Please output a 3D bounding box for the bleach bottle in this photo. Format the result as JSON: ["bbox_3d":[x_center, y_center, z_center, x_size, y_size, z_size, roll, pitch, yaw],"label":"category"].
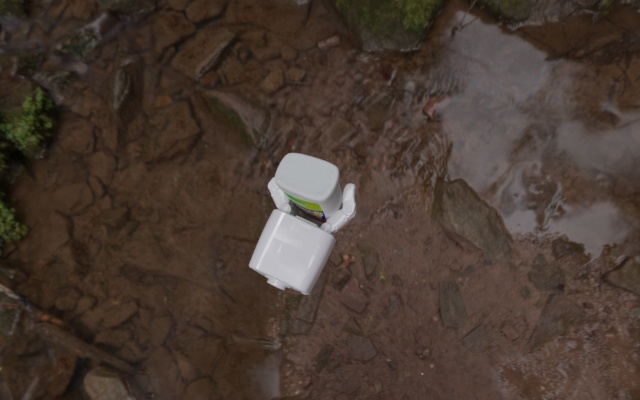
[{"bbox_3d":[0.000,0.003,0.842,0.102,0.068,0.251,20,-14,18],"label":"bleach bottle"}]
